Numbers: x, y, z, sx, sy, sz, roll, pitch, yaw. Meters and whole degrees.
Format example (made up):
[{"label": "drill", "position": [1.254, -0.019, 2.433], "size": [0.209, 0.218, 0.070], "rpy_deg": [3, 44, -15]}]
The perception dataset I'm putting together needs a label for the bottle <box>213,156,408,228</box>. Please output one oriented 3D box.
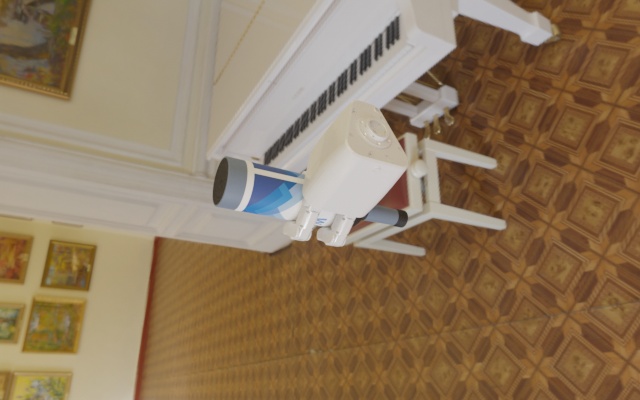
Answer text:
[{"label": "bottle", "position": [0.000, 0.002, 0.679], "size": [0.296, 0.069, 0.069], "rpy_deg": [12, -5, -27]}]
